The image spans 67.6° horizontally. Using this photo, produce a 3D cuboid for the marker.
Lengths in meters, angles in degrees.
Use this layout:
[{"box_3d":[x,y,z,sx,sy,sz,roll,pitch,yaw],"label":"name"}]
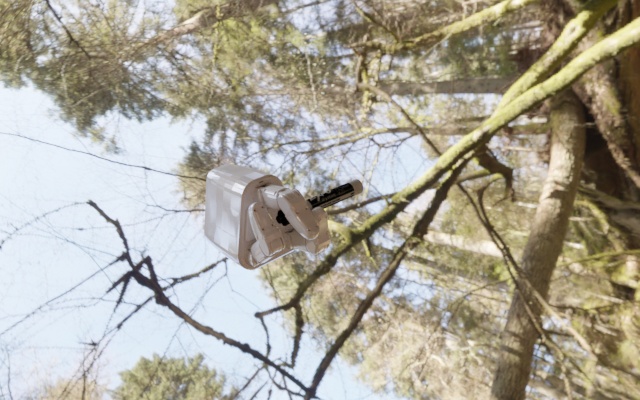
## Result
[{"box_3d":[0.000,0.002,0.555,0.121,0.020,0.020,-23,13,-33],"label":"marker"}]
